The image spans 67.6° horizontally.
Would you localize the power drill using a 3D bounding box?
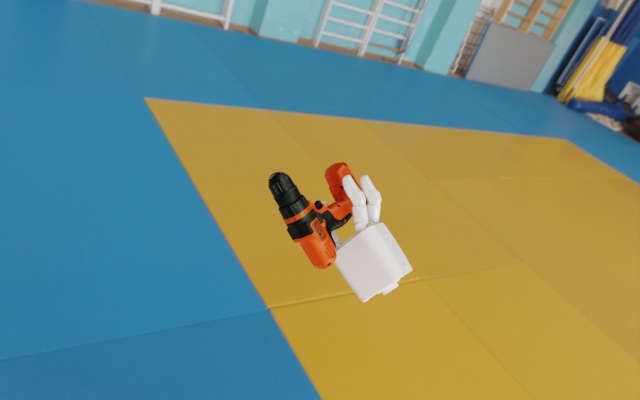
[{"bbox_3d":[0.001,0.003,0.853,0.057,0.184,0.187,-17,17,40],"label":"power drill"}]
